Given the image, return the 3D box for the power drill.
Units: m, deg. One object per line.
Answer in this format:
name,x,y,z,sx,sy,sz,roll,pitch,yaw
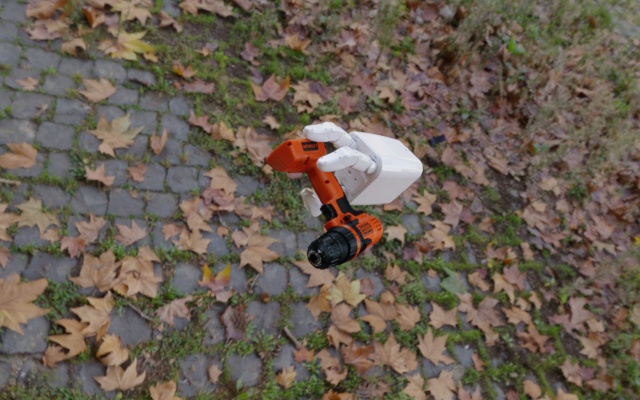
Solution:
power drill,0.000,0.002,0.683,0.057,0.187,0.184,-36,-9,28
